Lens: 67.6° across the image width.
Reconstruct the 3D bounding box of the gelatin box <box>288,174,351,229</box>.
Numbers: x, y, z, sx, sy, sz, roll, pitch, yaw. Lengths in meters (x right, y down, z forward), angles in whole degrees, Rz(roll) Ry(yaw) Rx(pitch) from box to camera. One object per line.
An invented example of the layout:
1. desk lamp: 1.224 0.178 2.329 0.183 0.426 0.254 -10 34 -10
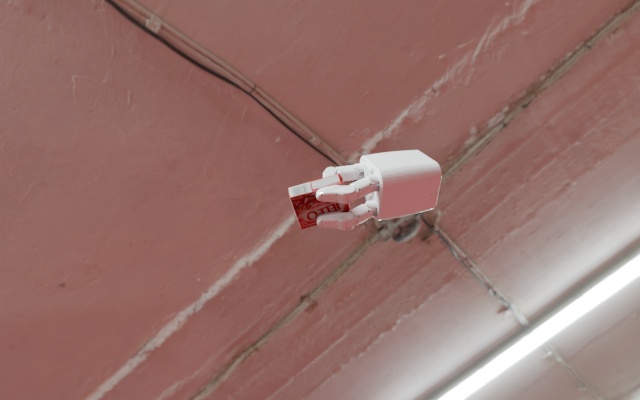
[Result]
1. gelatin box: 0.000 0.002 0.776 0.089 0.073 0.030 -16 41 2
